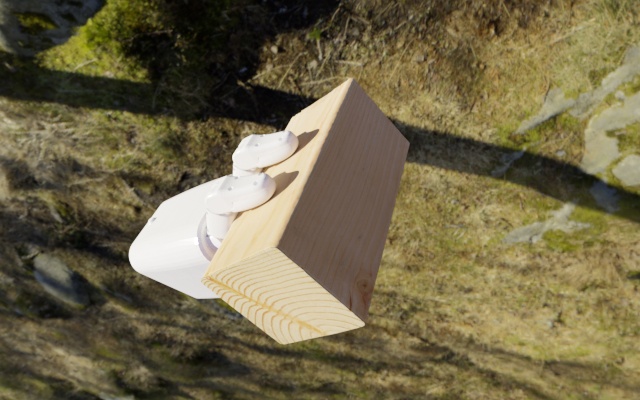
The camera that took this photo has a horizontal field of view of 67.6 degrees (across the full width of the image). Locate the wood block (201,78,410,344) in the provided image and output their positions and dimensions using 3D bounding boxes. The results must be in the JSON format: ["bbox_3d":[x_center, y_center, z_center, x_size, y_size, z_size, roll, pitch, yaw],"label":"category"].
[{"bbox_3d":[0.000,0.002,0.402,0.090,0.206,0.091,-26,-60,39],"label":"wood block"}]
